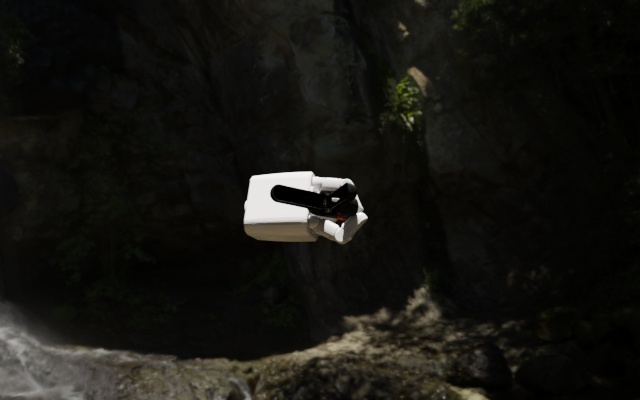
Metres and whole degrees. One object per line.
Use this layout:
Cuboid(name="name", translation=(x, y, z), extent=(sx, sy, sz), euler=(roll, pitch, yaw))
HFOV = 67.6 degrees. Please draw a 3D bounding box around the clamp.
Cuboid(name="clamp", translation=(0.000, 0.002, 0.702), extent=(0.120, 0.039, 0.171), euler=(7, -12, 11))
